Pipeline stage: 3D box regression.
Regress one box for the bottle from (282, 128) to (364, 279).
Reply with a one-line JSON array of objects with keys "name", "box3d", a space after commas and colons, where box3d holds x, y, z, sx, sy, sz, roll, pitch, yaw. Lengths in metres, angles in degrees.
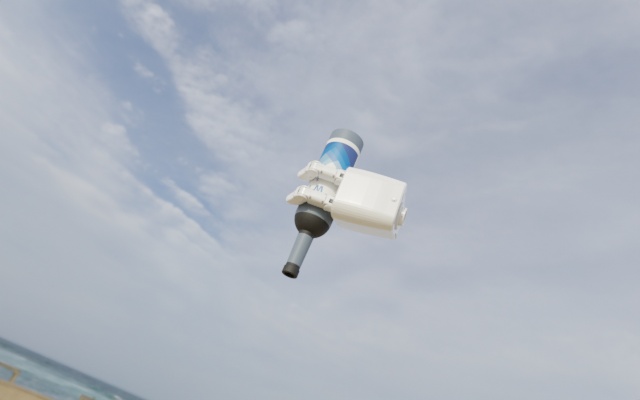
[{"name": "bottle", "box3d": [0.000, 0.003, 0.850, 0.069, 0.295, 0.069, 18, -28, 10]}]
